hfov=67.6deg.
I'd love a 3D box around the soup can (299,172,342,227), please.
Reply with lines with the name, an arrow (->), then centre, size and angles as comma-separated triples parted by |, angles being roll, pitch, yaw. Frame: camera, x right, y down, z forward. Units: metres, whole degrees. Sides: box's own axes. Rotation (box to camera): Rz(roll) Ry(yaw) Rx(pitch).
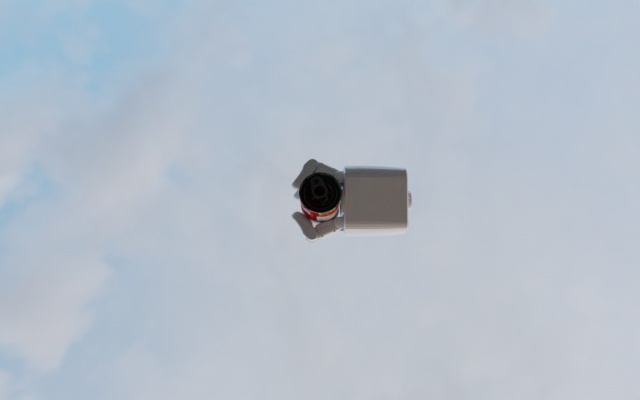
soup can -> 0.000, 0.003, 0.795 | 0.068, 0.068, 0.102 | 0, -18, 0
